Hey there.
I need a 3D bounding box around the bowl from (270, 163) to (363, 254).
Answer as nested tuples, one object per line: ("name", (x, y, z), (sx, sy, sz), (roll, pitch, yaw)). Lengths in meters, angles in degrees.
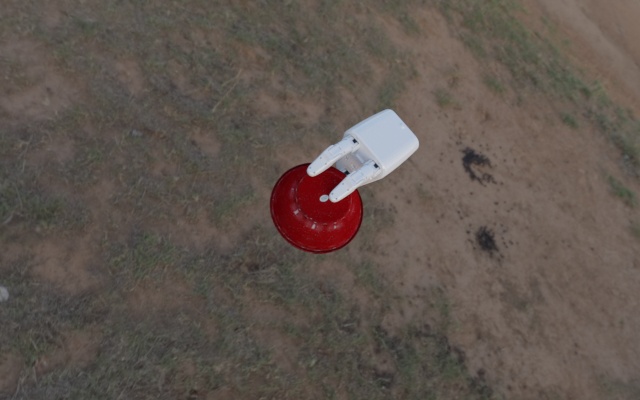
("bowl", (-0.001, 0.003, 0.779), (0.162, 0.162, 0.055), (0, -19, -13))
